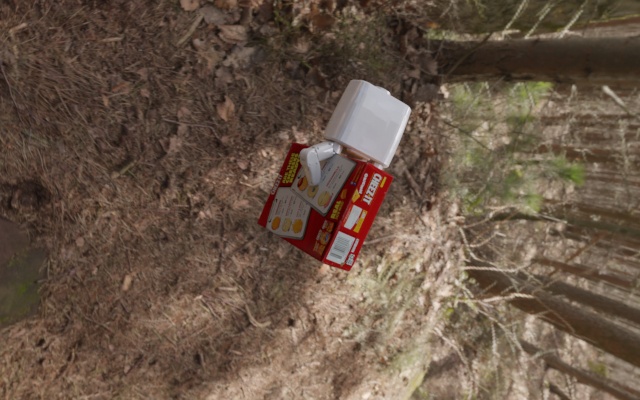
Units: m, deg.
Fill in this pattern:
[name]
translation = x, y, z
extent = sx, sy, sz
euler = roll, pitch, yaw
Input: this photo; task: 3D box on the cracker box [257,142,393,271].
[cracker box]
translation = 0.000, 0.003, 0.794
extent = 0.072, 0.164, 0.213
euler = 25, -1, -37
